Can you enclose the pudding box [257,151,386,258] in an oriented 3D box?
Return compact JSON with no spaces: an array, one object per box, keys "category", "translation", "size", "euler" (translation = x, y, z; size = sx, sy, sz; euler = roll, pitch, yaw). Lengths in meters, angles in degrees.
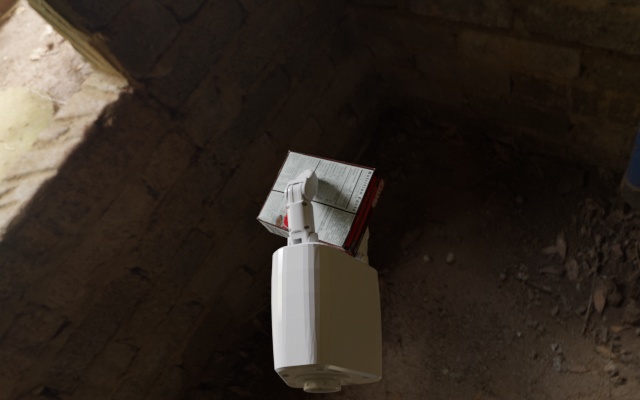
[{"category":"pudding box","translation":[0.000,0.002,0.503],"size":[0.113,0.090,0.039],"euler":[16,-17,29]}]
